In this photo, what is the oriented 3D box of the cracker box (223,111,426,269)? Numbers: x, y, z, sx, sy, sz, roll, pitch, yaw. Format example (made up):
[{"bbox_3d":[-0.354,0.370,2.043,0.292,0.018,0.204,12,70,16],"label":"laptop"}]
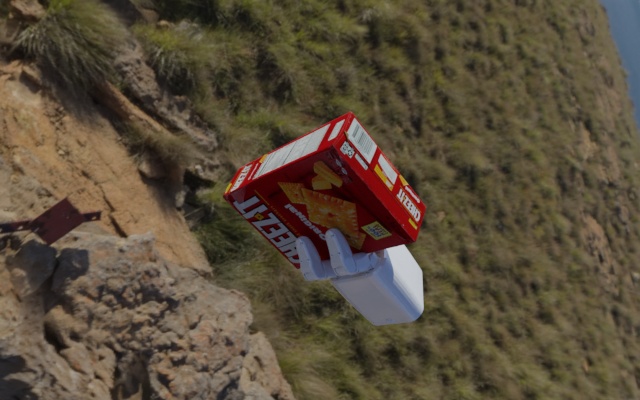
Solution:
[{"bbox_3d":[0.000,0.002,0.621,0.214,0.072,0.164,-20,-58,41],"label":"cracker box"}]
